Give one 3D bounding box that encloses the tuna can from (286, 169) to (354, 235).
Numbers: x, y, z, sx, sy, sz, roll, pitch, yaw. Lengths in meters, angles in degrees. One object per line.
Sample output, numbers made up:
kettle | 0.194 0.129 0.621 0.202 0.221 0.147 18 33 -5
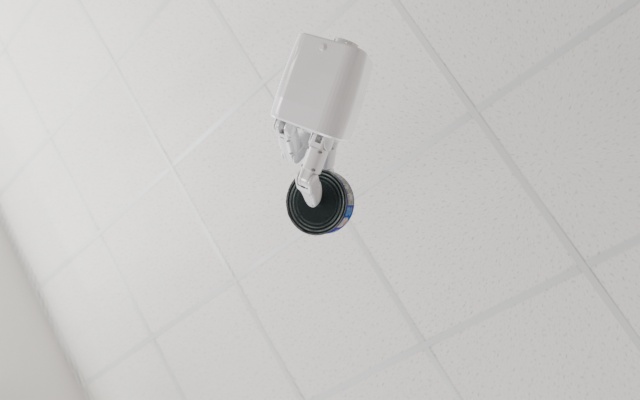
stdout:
tuna can | 0.000 0.002 0.625 0.086 0.086 0.034 0 -1 24
